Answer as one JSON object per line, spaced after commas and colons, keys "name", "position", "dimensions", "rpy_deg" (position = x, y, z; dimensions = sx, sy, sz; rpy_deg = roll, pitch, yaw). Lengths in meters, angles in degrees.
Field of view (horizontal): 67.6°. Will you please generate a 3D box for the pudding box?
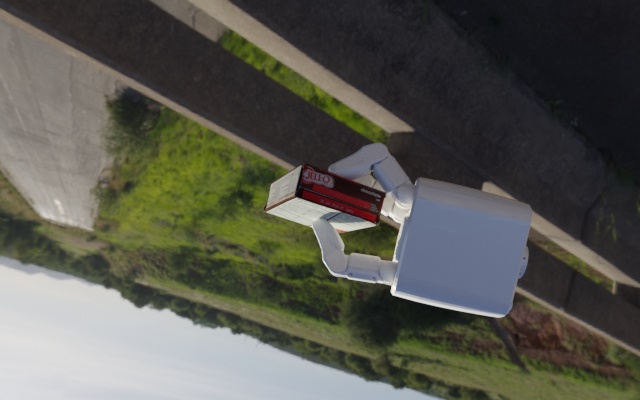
{"name": "pudding box", "position": [0.000, 0.002, 0.491], "dimensions": [0.090, 0.039, 0.113], "rpy_deg": [20, -17, -19]}
